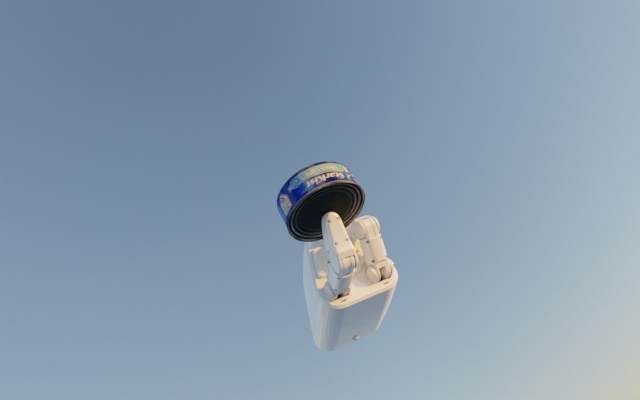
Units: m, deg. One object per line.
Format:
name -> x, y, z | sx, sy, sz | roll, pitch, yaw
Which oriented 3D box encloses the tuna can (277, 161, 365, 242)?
tuna can -> 0.000, 0.001, 0.486 | 0.086, 0.033, 0.086 | -19, -37, -15
